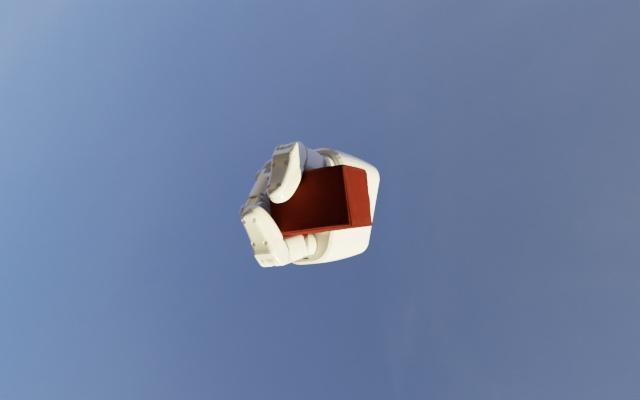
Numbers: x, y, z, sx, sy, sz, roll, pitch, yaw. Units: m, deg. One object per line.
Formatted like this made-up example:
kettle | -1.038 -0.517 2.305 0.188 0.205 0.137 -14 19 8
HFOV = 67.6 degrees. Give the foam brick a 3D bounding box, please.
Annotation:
foam brick | 0.000 0.001 0.423 0.078 0.053 0.051 -8 -7 28
